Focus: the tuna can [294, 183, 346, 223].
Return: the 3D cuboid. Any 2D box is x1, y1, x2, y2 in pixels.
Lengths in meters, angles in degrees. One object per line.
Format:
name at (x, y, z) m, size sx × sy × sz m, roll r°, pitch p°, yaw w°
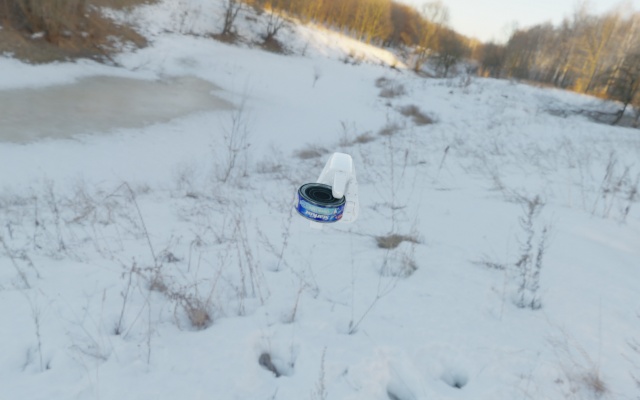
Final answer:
tuna can at (0.000, 0.002, 0.820) m, size 0.086 × 0.034 × 0.086 m, roll 11°, pitch 27°, yaw -6°
